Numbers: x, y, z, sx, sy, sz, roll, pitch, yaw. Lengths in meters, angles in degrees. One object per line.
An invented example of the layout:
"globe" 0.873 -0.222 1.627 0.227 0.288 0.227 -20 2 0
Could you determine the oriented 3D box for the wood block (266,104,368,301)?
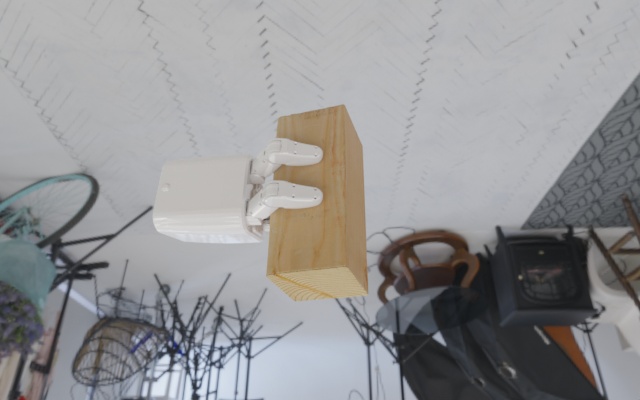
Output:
"wood block" 0.000 0.002 0.558 0.090 0.206 0.091 -8 -31 16
